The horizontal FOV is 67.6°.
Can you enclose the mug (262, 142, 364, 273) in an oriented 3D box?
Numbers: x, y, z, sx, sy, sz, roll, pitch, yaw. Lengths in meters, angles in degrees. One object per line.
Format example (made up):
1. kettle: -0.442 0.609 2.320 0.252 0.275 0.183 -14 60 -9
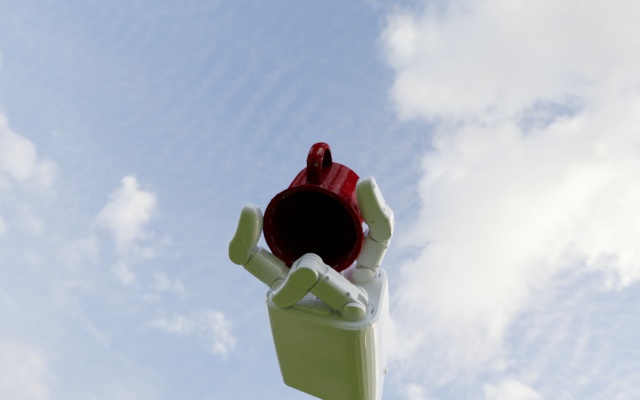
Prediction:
1. mug: 0.000 0.000 0.454 0.093 0.117 0.081 2 25 13
